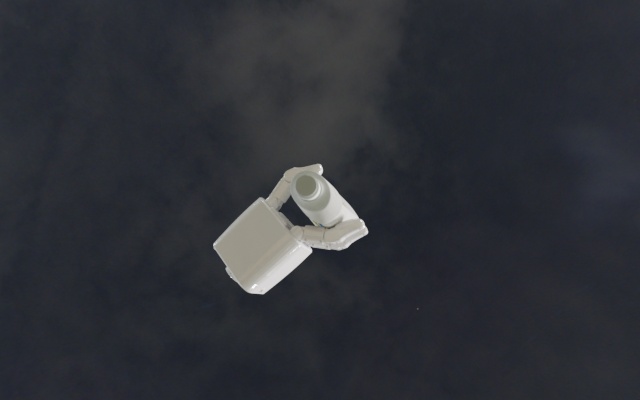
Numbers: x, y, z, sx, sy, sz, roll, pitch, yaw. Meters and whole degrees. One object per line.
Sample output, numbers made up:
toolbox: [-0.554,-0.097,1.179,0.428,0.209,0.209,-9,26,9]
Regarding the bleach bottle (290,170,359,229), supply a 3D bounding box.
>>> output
bleach bottle: [0.000,0.002,0.726,0.068,0.102,0.251,-44,-17,-1]
